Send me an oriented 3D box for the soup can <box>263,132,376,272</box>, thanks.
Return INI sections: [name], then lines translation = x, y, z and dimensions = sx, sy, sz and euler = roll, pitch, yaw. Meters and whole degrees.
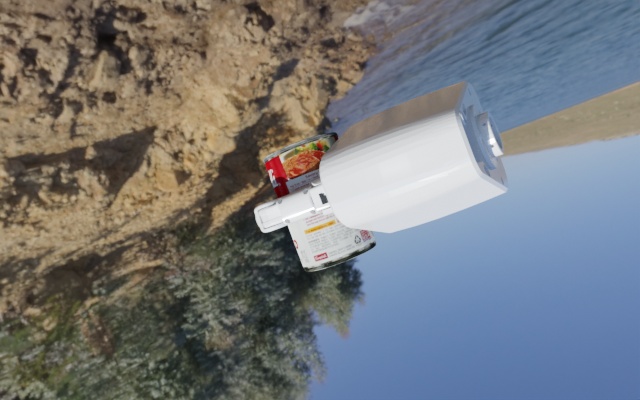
[soup can]
translation = 0.000, 0.002, 0.409
dimensions = 0.068, 0.102, 0.068
euler = -20, 0, 0
